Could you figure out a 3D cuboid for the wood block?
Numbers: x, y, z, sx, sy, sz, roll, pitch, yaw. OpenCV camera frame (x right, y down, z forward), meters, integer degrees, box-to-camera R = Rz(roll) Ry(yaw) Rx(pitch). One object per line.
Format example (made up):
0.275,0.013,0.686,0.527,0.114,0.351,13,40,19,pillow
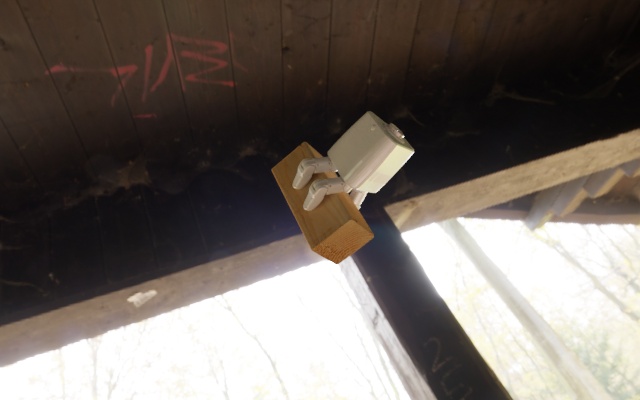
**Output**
0.001,0.003,0.875,0.090,0.206,0.091,-39,-39,12,wood block
